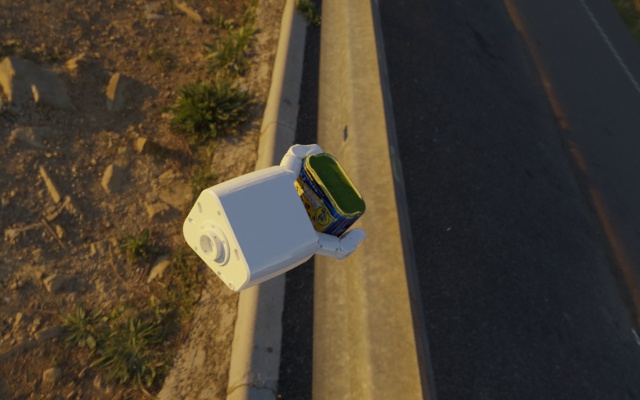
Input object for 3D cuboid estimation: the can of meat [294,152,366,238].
[{"bbox_3d":[0.000,0.002,0.610,0.057,0.102,0.084,-17,-23,-45],"label":"can of meat"}]
